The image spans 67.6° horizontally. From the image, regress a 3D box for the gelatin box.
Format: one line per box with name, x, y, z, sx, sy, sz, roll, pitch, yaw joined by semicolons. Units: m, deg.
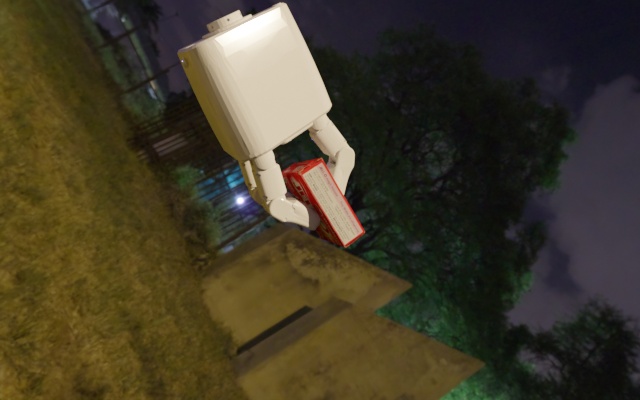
gelatin box;0.001;0.002;0.490;0.030;0.089;0.073;-35;12;-14
